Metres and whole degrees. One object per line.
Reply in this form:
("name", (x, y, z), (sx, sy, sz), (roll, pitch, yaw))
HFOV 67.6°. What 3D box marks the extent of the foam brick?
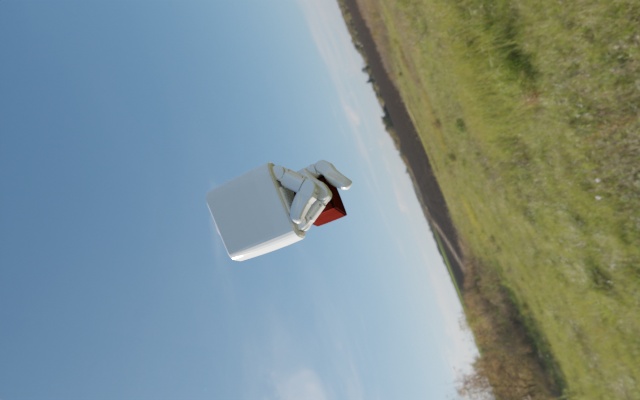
("foam brick", (0.000, 0.002, 0.718), (0.051, 0.053, 0.078), (-23, -16, 11))
